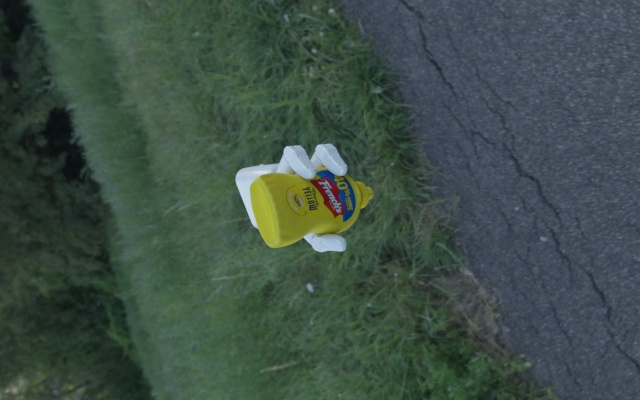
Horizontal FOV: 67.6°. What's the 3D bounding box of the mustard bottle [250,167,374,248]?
[{"bbox_3d":[0.000,0.002,0.673,0.191,0.096,0.058,-10,-17,-37],"label":"mustard bottle"}]
